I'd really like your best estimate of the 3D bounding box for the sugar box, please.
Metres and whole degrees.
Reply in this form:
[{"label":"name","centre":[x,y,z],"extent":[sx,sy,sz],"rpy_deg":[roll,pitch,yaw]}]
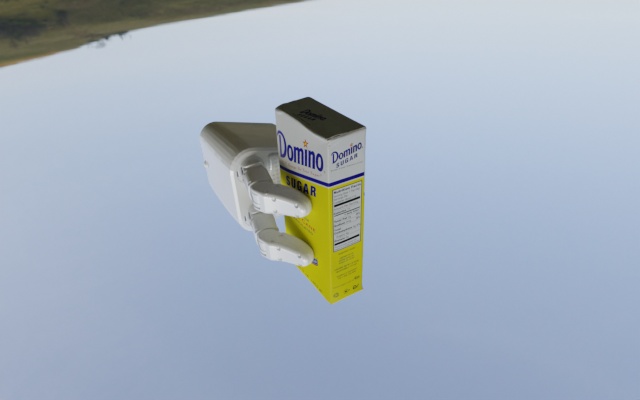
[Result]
[{"label":"sugar box","centre":[0.000,0.002,0.451],"extent":[0.048,0.176,0.093],"rpy_deg":[-22,36,-24]}]
